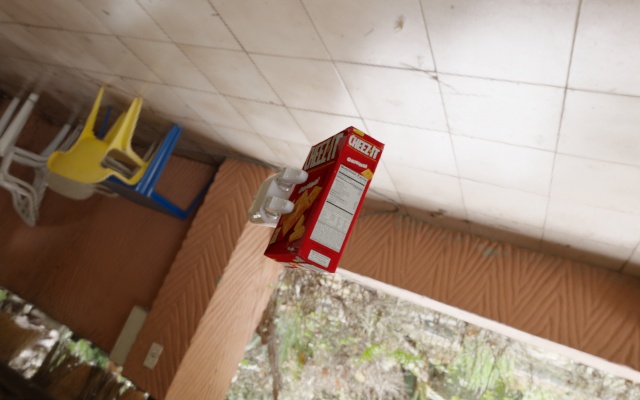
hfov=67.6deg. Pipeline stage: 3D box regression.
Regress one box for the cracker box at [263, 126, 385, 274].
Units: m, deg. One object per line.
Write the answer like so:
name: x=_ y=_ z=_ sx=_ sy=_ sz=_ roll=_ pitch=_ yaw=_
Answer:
cracker box: x=0.000 y=0.003 z=0.755 sx=0.072 sy=0.213 sz=0.164 roll=27 pitch=-15 yaw=-19
